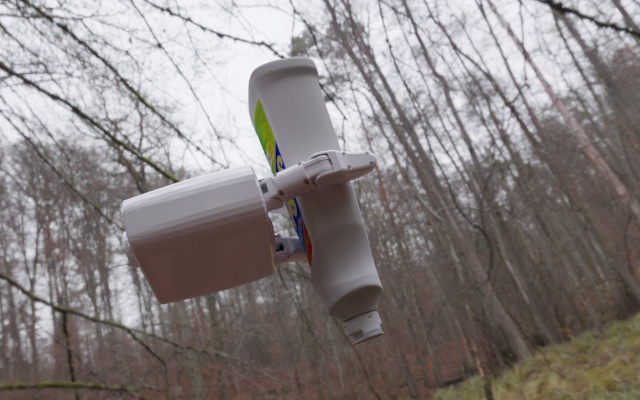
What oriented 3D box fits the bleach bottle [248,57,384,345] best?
[{"bbox_3d":[0.000,0.001,0.431,0.068,0.250,0.103,-15,-21,-15],"label":"bleach bottle"}]
